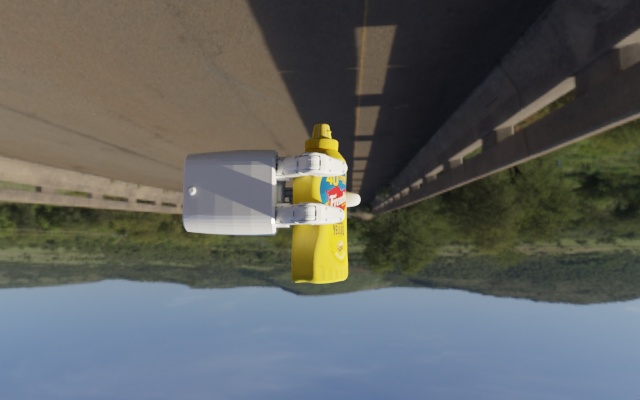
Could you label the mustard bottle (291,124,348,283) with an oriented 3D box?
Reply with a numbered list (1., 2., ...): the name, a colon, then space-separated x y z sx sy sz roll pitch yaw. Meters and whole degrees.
1. mustard bottle: 0.000 0.002 0.583 0.058 0.191 0.096 -2 -6 27
